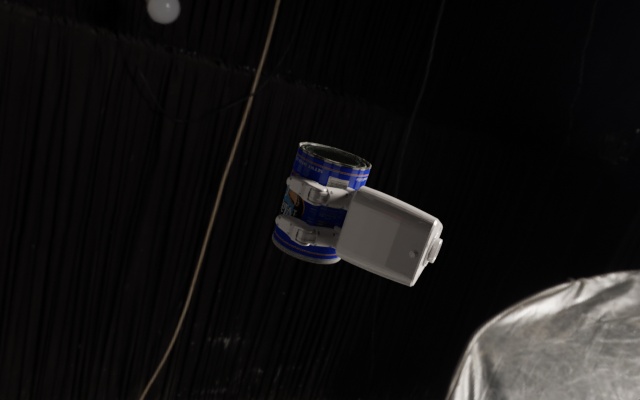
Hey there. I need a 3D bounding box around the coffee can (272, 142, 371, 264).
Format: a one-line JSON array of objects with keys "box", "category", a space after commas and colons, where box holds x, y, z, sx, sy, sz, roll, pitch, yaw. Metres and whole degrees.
[{"box": [0.000, 0.002, 0.662, 0.103, 0.140, 0.102, 16, 16, -5], "category": "coffee can"}]
